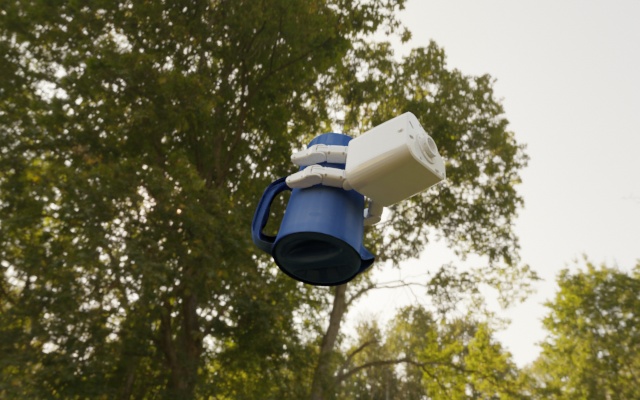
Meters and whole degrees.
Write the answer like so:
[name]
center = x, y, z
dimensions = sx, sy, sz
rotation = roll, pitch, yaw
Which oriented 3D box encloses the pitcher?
[pitcher]
center = 0.000, 0.002, 0.766
dimensions = 0.145, 0.242, 0.149
rotation = -26, -54, 33
